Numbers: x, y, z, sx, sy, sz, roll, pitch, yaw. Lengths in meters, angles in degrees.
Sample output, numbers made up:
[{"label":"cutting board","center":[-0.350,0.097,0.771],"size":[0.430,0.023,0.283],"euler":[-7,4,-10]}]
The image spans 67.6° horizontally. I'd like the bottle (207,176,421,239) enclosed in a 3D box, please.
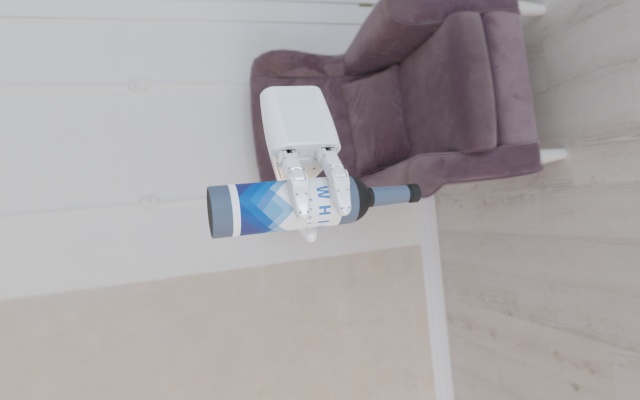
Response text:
[{"label":"bottle","center":[0.000,0.002,0.646],"size":[0.296,0.069,0.069],"euler":[-5,2,-18]}]
